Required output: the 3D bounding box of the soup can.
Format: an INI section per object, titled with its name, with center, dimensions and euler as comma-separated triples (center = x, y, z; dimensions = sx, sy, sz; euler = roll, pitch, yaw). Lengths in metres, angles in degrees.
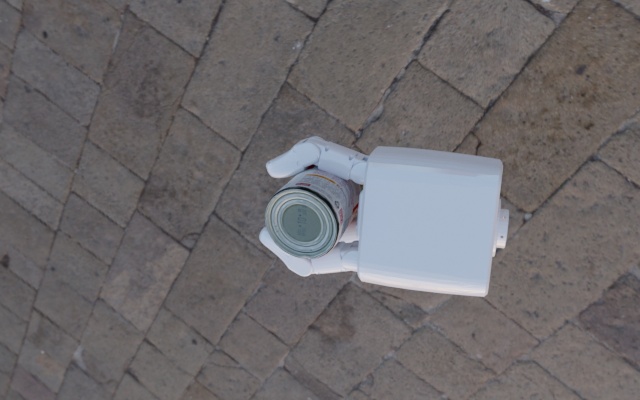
[soup can]
center = -0.001, 0.001, 0.438
dimensions = 0.068, 0.068, 0.102
euler = 0, 22, 21
